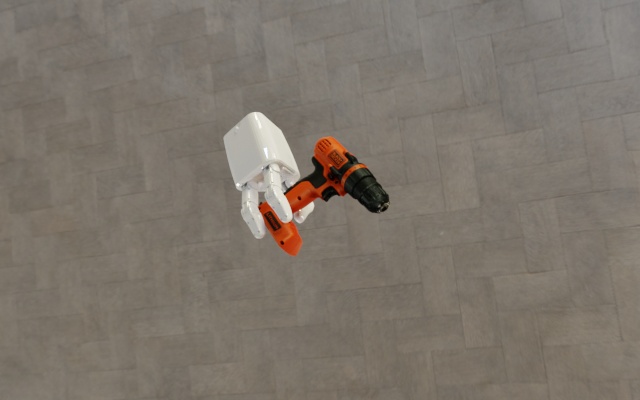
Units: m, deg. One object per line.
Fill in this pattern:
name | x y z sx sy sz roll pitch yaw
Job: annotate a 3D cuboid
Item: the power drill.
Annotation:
power drill | 0.000 0.003 0.779 0.184 0.187 0.057 50 2 40
